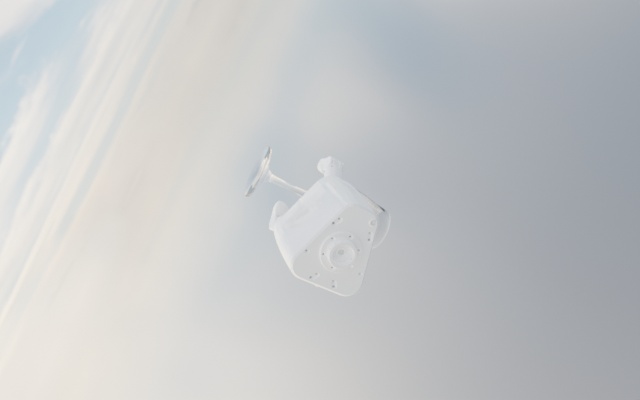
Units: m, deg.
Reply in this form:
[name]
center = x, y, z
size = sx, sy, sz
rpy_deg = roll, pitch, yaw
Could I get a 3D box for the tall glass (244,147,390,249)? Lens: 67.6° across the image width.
[tall glass]
center = 0.000, 0.002, 0.668
size = 0.201, 0.079, 0.079
rpy_deg = 26, -10, -20
